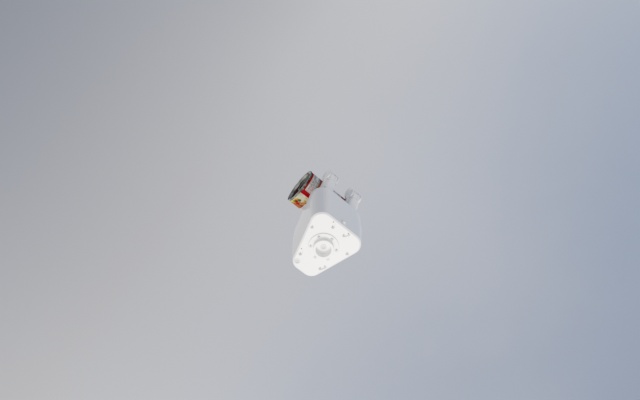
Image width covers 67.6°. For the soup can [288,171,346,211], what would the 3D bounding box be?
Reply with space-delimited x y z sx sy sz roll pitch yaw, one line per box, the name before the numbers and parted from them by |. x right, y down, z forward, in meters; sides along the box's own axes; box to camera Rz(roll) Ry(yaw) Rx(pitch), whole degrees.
soup can | 0.000 0.003 0.880 0.102 0.068 0.068 38 -10 -13
